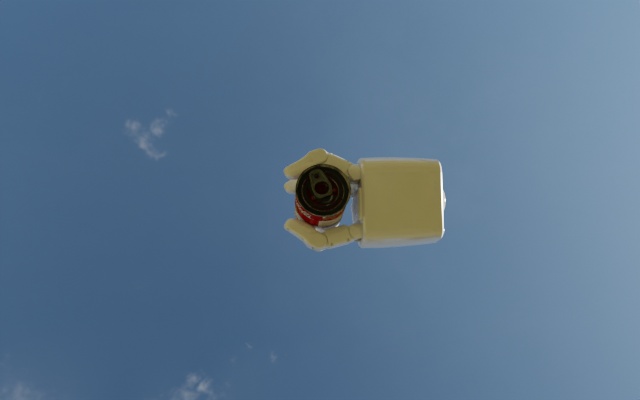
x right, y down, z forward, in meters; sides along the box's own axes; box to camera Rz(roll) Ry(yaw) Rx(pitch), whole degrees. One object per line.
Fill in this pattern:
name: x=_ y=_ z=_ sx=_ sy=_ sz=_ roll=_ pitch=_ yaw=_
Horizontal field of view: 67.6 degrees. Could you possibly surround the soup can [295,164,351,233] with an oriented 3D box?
soup can: x=0.000 y=0.002 z=0.625 sx=0.068 sy=0.068 sz=0.102 roll=0 pitch=-18 yaw=-4
